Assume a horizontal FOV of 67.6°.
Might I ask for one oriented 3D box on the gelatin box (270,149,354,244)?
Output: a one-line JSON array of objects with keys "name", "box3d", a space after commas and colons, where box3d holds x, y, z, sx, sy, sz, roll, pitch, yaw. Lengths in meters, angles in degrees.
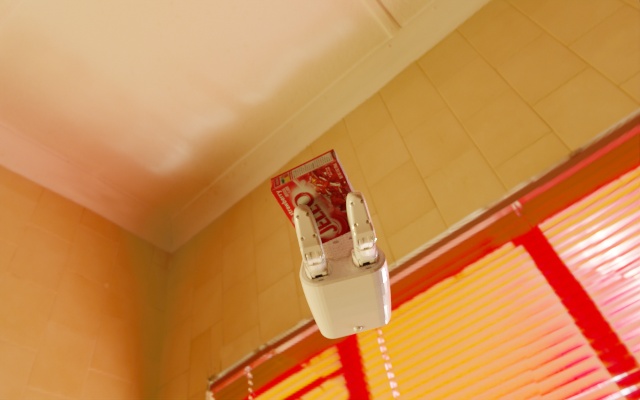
[{"name": "gelatin box", "box3d": [0.000, 0.001, 0.497, 0.073, 0.089, 0.030, -25, 32, 7]}]
